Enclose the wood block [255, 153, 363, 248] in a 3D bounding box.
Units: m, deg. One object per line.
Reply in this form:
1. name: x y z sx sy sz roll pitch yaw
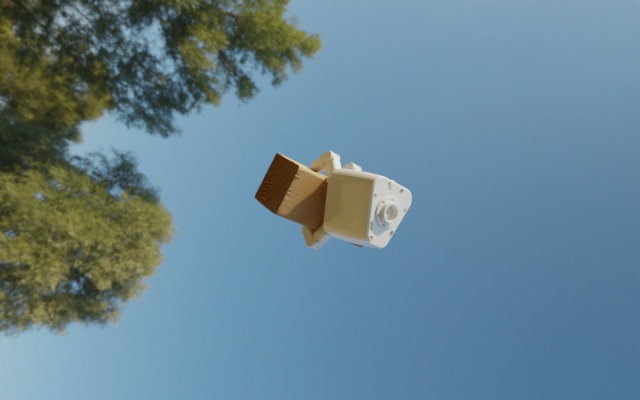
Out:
1. wood block: 0.000 0.003 0.857 0.206 0.091 0.090 24 5 -37
